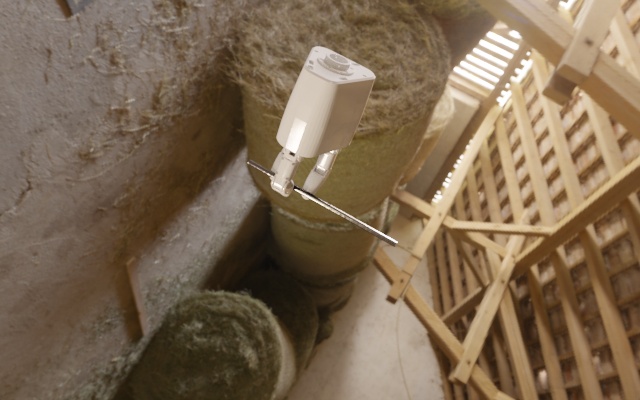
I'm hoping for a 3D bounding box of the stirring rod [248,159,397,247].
[{"bbox_3d":[0.000,0.002,0.673,0.239,0.011,0.011,29,5,9],"label":"stirring rod"}]
